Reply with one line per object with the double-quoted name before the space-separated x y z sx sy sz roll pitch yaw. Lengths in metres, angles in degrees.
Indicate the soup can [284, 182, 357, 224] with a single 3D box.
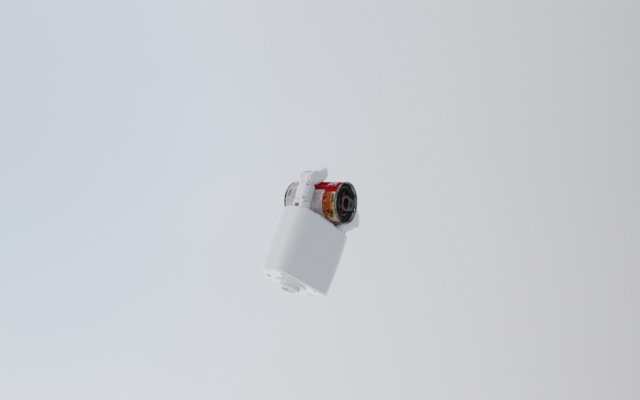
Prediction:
"soup can" 0.000 0.002 0.782 0.102 0.068 0.068 2 1 34
